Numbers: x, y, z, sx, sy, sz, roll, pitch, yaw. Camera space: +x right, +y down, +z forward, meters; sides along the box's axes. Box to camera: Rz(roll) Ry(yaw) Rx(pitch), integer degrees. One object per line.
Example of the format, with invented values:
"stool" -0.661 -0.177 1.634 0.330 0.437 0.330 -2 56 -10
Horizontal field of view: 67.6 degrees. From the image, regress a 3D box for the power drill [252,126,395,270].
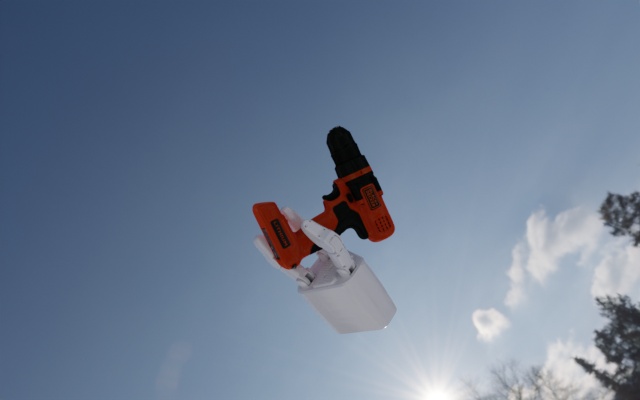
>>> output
"power drill" 0.000 0.003 0.698 0.187 0.184 0.057 -25 0 -14
